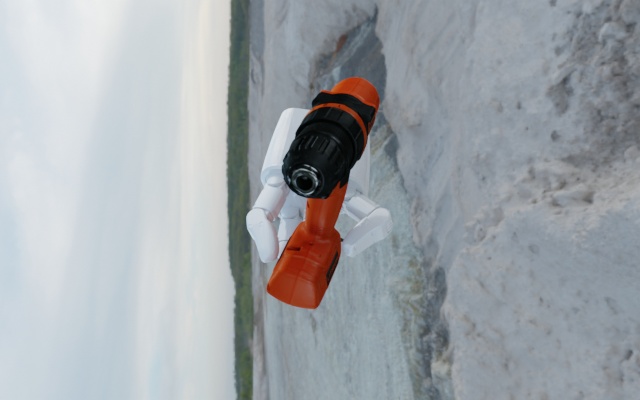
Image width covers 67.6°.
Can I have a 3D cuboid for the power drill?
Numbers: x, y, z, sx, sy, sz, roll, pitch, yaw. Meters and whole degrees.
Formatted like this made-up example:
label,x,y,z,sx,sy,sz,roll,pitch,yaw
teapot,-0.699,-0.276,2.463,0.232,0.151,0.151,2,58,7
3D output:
label,x,y,z,sx,sy,sz,roll,pitch,yaw
power drill,0.000,0.002,0.412,0.057,0.188,0.184,20,33,7
